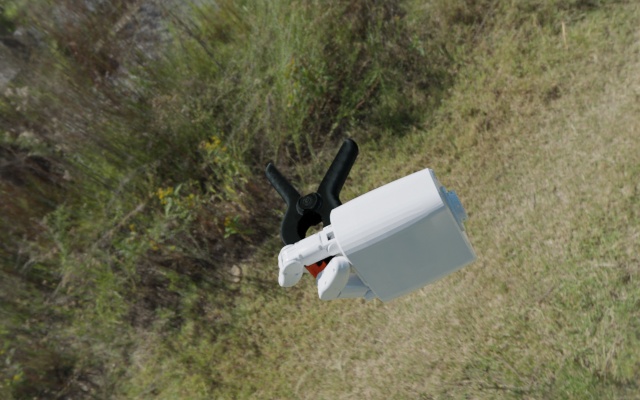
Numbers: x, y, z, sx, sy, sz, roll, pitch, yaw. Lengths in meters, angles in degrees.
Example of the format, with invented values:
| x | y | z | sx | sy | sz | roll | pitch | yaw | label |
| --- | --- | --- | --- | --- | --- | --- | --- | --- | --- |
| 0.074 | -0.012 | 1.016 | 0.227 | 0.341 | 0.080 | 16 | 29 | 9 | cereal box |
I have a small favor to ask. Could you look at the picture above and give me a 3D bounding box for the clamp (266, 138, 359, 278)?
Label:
| x | y | z | sx | sy | sz | roll | pitch | yaw | label |
| --- | --- | --- | --- | --- | --- | --- | --- | --- | --- |
| 0.000 | 0.002 | 0.544 | 0.120 | 0.171 | 0.039 | -27 | -37 | 16 | clamp |
